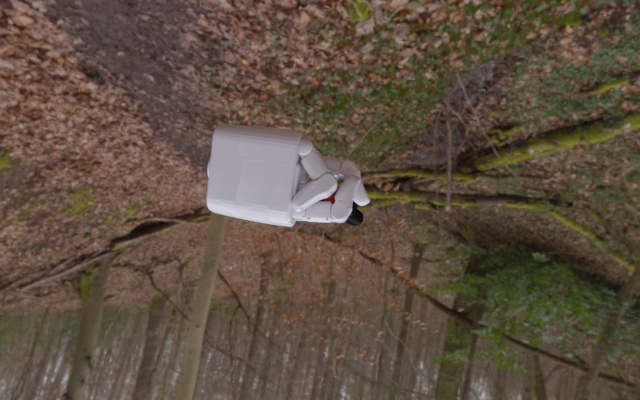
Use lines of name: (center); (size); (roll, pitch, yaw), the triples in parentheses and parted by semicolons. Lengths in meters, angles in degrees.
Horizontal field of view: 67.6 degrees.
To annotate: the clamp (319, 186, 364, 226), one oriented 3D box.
clamp: (0.000, 0.003, 0.670); (0.120, 0.039, 0.171); (8, -12, 7)
